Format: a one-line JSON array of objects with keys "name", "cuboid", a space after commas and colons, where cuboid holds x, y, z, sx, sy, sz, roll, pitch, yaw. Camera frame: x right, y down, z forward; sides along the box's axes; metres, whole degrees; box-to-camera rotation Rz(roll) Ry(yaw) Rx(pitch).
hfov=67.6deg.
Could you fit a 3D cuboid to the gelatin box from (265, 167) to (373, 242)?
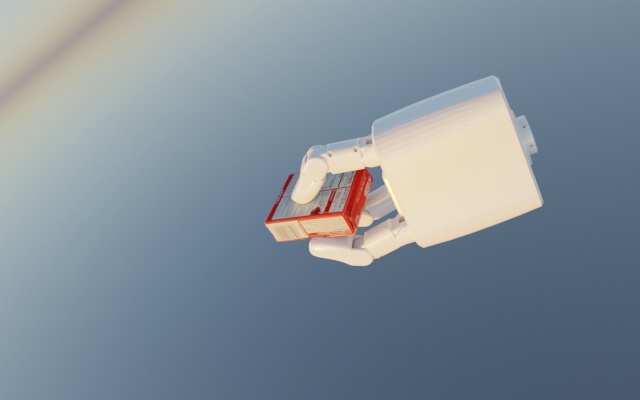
[{"name": "gelatin box", "cuboid": [0.000, 0.001, 0.460, 0.089, 0.030, 0.073, -8, 40, 29]}]
